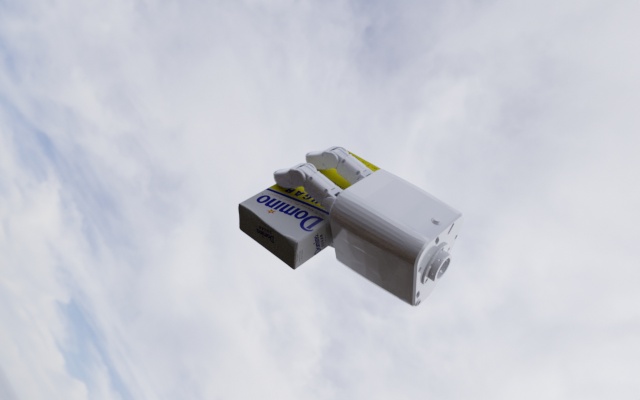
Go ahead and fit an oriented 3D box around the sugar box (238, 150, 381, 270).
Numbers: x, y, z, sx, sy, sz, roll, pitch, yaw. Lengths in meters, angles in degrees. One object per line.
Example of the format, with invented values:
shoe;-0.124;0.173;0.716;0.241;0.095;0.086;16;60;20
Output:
sugar box;0.000;0.001;0.562;0.093;0.048;0.176;31;43;30
